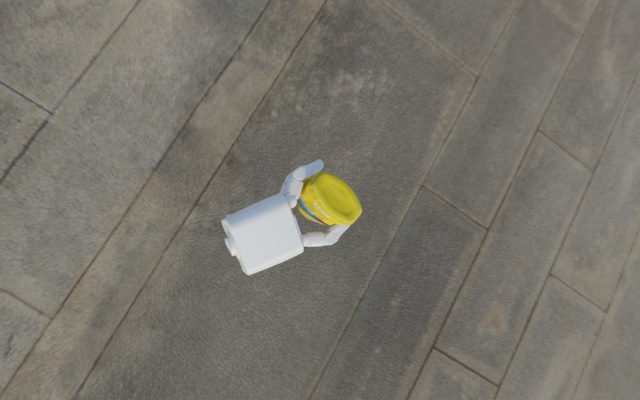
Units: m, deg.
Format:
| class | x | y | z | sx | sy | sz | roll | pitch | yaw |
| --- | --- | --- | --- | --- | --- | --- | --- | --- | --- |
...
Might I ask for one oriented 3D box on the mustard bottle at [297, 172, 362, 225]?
| class | x | y | z | sx | sy | sz | roll | pitch | yaw |
| --- | --- | --- | --- | --- | --- | --- | --- | --- | --- |
| mustard bottle | 0.000 | 0.003 | 0.847 | 0.096 | 0.058 | 0.191 | 44 | -15 | -10 |
